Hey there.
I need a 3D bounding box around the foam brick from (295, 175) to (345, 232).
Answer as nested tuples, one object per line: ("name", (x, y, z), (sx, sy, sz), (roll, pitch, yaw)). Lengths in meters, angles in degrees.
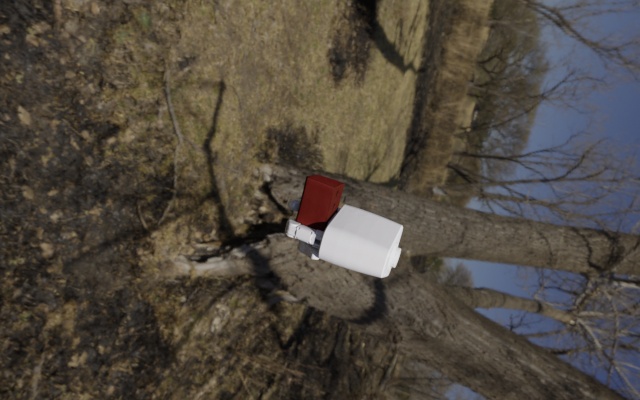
("foam brick", (0.000, 0.002, 0.774), (0.051, 0.078, 0.053), (19, 15, 18))
